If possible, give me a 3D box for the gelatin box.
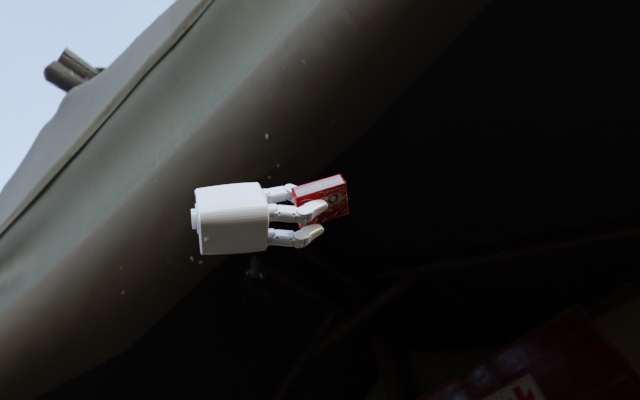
[{"bbox_3d":[0.000,0.002,0.801,0.089,0.073,0.030,-17,43,-9],"label":"gelatin box"}]
